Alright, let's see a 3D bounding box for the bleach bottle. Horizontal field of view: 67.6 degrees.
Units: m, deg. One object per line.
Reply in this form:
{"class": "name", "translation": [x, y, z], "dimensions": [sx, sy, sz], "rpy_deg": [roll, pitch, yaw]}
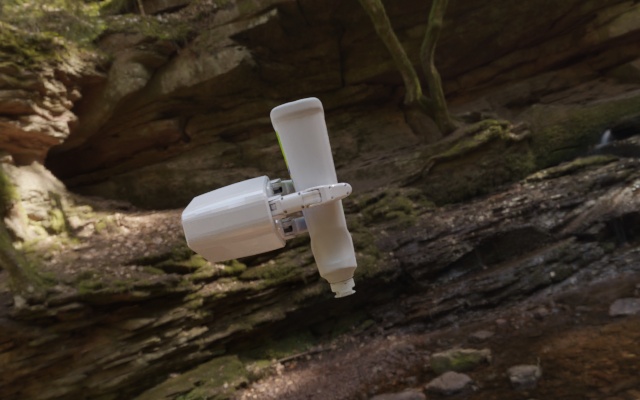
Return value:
{"class": "bleach bottle", "translation": [0.000, 0.002, 0.624], "dimensions": [0.068, 0.251, 0.102], "rpy_deg": [-15, -3, 1]}
